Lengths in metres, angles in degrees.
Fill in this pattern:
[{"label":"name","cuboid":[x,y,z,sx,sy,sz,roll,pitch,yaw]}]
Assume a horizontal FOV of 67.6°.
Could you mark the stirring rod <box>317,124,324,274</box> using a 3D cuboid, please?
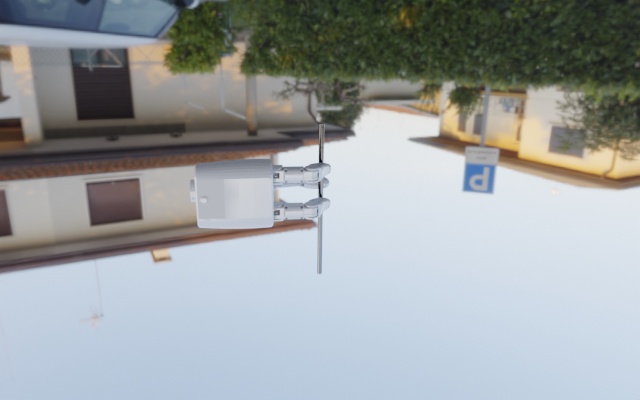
[{"label":"stirring rod","cuboid":[0.000,0.002,0.737,0.011,0.239,0.011,1,17,0]}]
